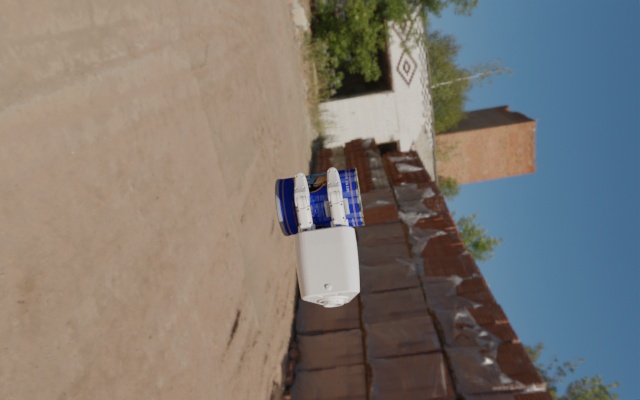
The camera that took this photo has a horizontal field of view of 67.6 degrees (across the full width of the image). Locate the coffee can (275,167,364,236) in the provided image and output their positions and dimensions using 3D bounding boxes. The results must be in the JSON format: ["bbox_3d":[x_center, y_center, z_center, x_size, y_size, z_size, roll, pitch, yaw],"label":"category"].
[{"bbox_3d":[0.000,0.003,0.837,0.140,0.103,0.103,-8,-1,6],"label":"coffee can"}]
